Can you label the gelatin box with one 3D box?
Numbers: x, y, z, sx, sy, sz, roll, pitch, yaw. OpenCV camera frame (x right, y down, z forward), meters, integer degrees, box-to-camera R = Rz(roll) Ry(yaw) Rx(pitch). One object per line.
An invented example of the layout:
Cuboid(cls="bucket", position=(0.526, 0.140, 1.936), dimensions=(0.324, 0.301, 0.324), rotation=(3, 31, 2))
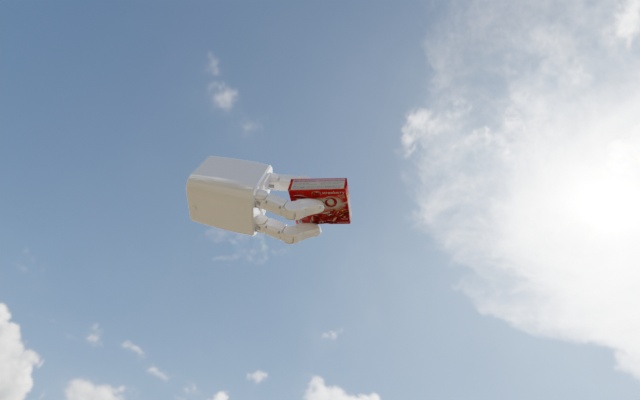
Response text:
Cuboid(cls="gelatin box", position=(0.001, 0.002, 0.731), dimensions=(0.089, 0.073, 0.030), rotation=(-1, 42, 10))
